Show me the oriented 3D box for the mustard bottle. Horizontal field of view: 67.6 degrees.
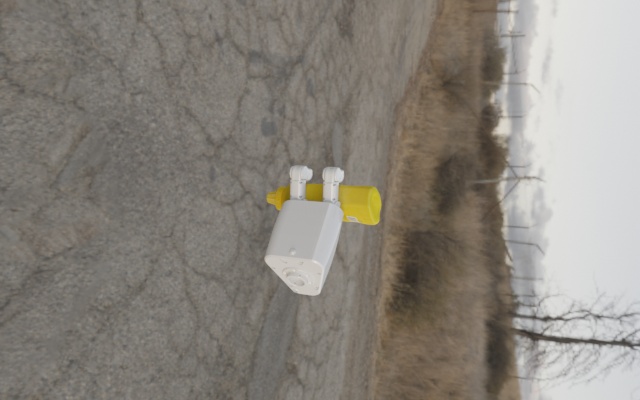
[{"bbox_3d":[0.000,0.002,0.799,0.191,0.058,0.096,4,-14,18],"label":"mustard bottle"}]
